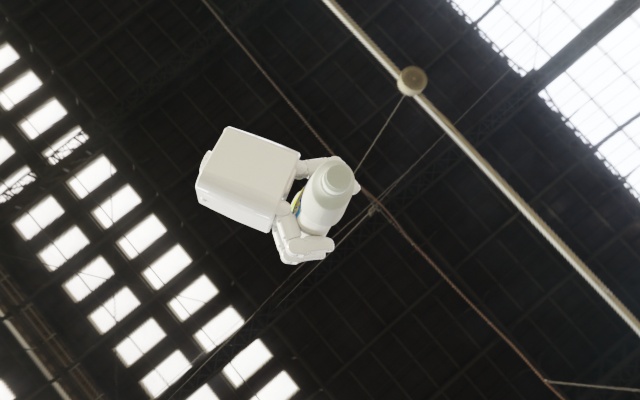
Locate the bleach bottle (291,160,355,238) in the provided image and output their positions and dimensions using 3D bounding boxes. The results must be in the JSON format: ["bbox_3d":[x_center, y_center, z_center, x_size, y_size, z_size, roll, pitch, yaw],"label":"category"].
[{"bbox_3d":[0.000,0.002,0.633,0.068,0.102,0.251,22,-19,-4],"label":"bleach bottle"}]
